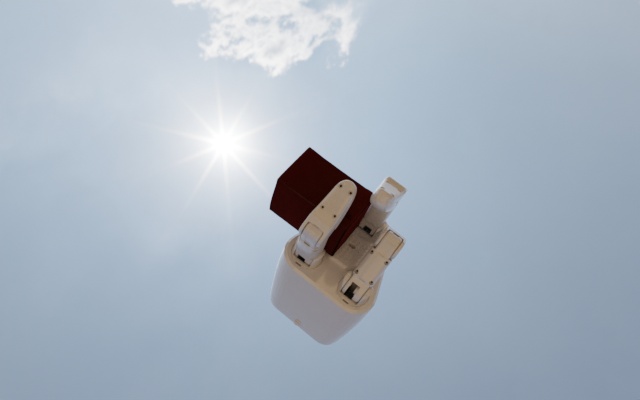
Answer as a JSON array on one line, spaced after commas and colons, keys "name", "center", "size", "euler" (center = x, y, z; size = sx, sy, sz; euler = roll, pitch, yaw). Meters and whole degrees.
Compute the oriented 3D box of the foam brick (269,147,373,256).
[{"name": "foam brick", "center": [0.000, 0.001, 0.441], "size": [0.053, 0.078, 0.051], "euler": [-46, -11, -35]}]
